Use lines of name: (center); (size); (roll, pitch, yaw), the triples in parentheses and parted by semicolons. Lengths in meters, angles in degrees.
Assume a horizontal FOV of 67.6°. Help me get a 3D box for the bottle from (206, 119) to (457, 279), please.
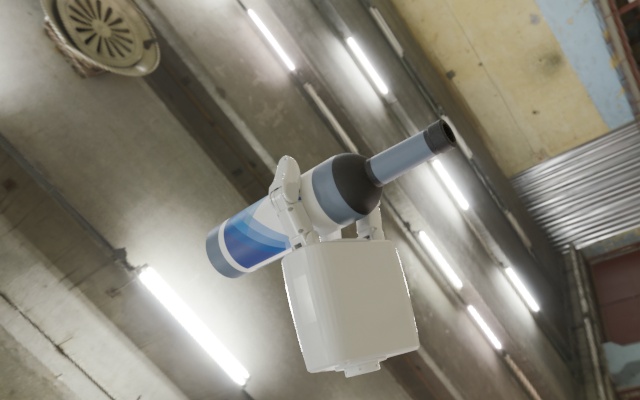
bottle: (0.000, 0.002, 0.484); (0.296, 0.069, 0.069); (-28, -16, 33)
